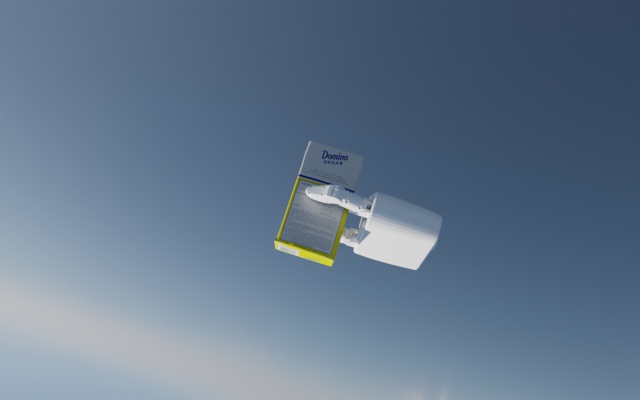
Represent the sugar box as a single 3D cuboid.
[{"bbox_3d":[0.000,0.003,0.739,0.093,0.176,0.048,18,-22,1],"label":"sugar box"}]
